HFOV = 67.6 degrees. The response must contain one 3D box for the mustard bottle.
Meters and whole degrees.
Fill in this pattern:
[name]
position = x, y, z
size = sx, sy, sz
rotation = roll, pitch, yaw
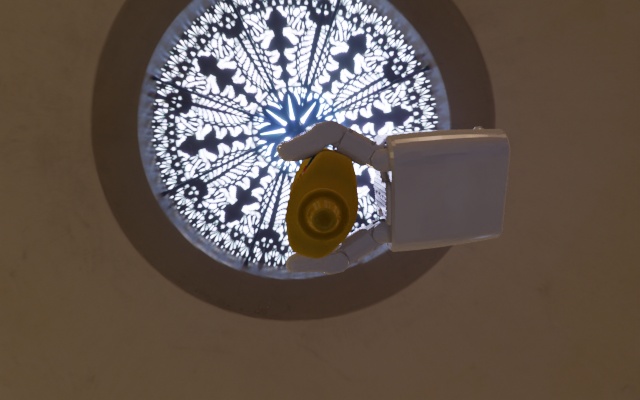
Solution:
[mustard bottle]
position = 0.000, 0.001, 0.438
size = 0.058, 0.096, 0.191
rotation = 19, 7, -5
